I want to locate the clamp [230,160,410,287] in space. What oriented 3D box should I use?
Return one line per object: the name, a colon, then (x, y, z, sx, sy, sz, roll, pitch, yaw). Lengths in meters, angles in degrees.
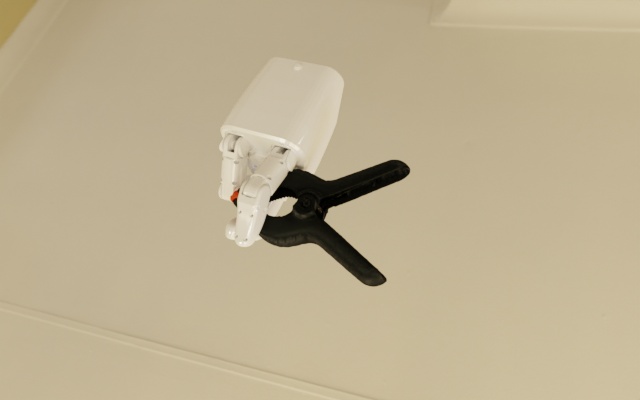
clamp: (0.000, 0.002, 0.451, 0.171, 0.120, 0.039, 17, -26, 21)
